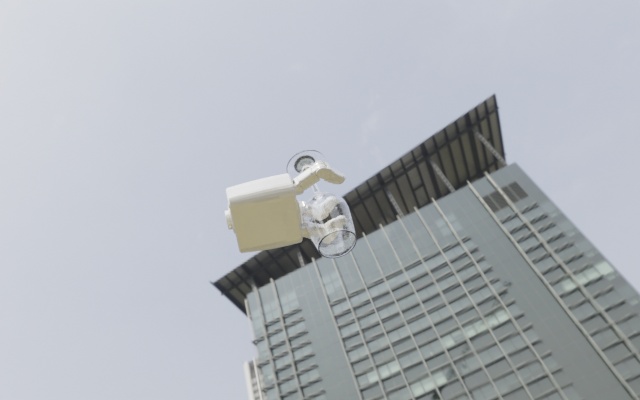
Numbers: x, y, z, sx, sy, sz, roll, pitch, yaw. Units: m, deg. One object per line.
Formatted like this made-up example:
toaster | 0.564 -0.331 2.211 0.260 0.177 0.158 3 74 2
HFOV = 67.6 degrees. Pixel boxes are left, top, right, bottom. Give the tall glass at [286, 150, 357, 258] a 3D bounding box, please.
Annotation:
tall glass | 0.000 0.002 0.796 0.079 0.079 0.201 0 40 -21
